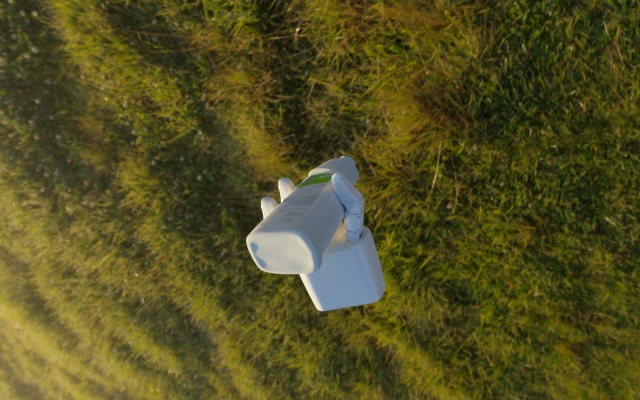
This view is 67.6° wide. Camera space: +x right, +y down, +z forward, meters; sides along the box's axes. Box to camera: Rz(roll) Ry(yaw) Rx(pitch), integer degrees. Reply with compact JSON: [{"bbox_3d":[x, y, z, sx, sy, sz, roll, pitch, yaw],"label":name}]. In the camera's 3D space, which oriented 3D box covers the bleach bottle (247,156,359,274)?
[{"bbox_3d":[0.000,0.002,0.679,0.102,0.068,0.250,-6,28,31],"label":"bleach bottle"}]
